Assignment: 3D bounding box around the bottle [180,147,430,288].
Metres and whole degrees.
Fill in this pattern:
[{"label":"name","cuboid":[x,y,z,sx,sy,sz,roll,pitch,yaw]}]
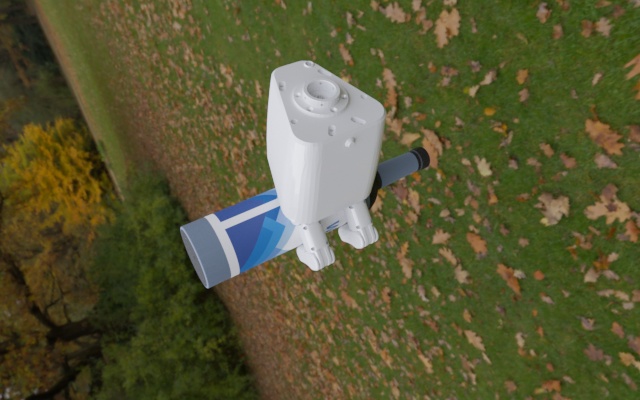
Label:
[{"label":"bottle","cuboid":[0.000,0.002,0.525,0.295,0.069,0.069,-24,9,-22]}]
